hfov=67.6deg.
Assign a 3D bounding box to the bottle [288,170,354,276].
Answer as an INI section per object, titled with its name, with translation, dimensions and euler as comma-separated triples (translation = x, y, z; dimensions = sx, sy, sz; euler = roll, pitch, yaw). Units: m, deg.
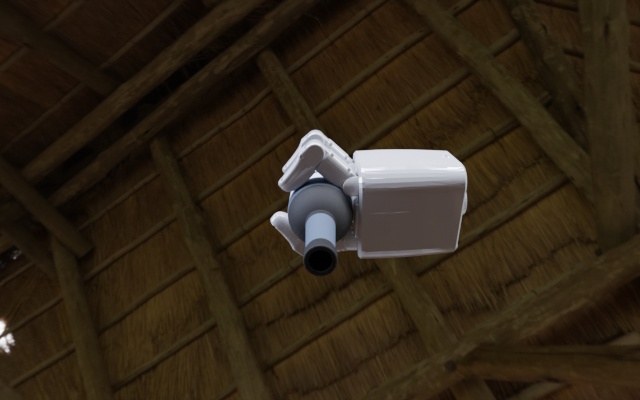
[bottle]
translation = 0.000, 0.002, 0.515
dimensions = 0.069, 0.069, 0.295
euler = 0, 18, 0
